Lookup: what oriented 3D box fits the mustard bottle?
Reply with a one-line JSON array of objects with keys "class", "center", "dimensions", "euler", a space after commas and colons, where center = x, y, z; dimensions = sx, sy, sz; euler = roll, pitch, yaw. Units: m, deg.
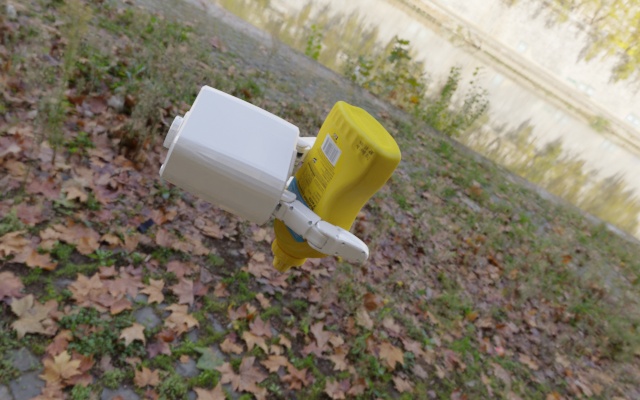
[{"class": "mustard bottle", "center": [0.000, 0.002, 0.491], "dimensions": [0.058, 0.192, 0.096], "euler": [11, 33, -37]}]
